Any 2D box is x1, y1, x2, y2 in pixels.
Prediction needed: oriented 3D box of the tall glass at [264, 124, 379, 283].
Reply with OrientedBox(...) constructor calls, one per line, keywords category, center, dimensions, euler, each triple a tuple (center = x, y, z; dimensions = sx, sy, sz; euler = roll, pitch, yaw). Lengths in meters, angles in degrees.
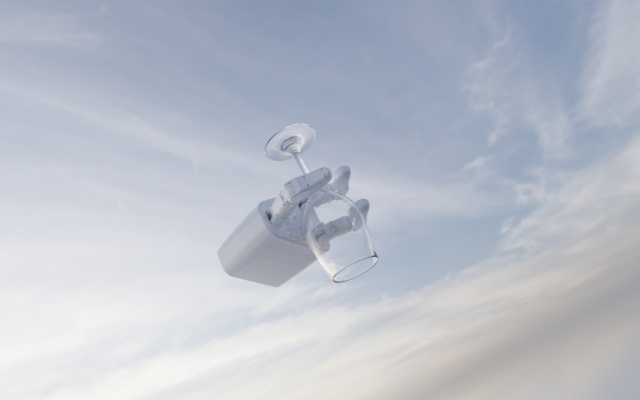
OrientedBox(category="tall glass", center=(0.000, 0.001, 0.605), dimensions=(0.079, 0.201, 0.079), euler=(-22, -25, -11))
